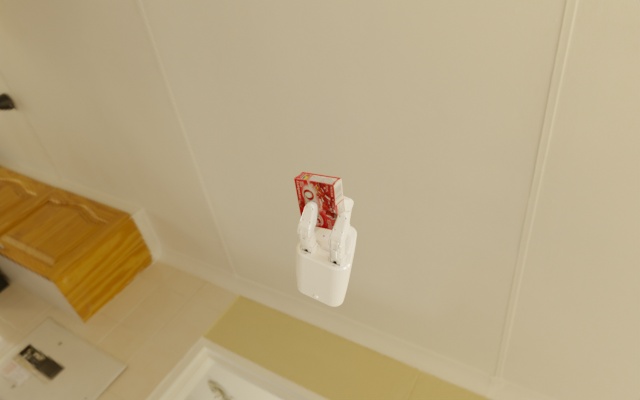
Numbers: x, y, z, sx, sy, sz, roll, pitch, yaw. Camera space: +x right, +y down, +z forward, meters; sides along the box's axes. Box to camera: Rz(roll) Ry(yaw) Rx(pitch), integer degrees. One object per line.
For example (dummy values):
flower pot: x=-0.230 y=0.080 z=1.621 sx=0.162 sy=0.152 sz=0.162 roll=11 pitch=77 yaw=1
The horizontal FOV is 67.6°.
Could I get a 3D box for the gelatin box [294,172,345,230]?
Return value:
gelatin box: x=0.000 y=0.002 z=0.770 sx=0.073 sy=0.089 sz=0.030 roll=11 pitch=35 yaw=29
